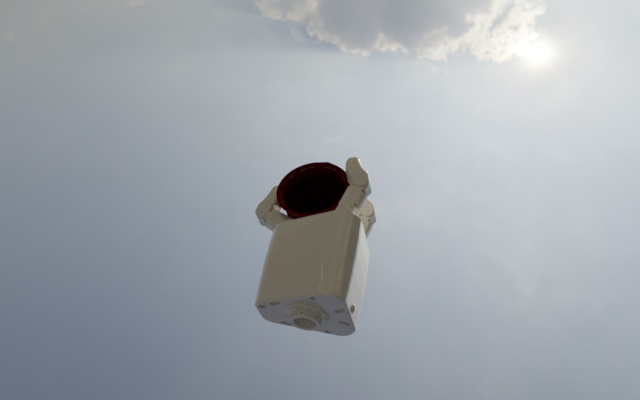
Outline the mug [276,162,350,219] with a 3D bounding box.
[{"bbox_3d":[0.000,0.001,0.627,0.093,0.117,0.082,2,-42,15],"label":"mug"}]
